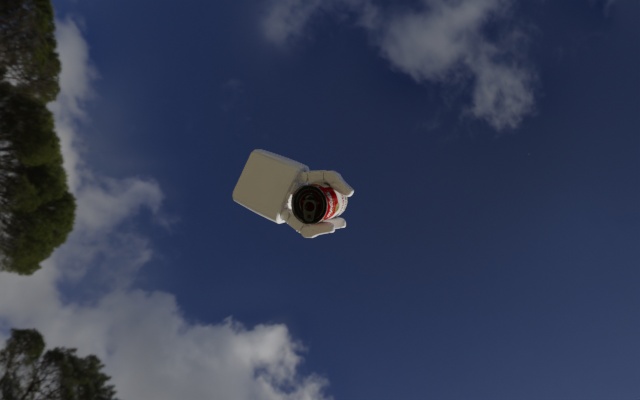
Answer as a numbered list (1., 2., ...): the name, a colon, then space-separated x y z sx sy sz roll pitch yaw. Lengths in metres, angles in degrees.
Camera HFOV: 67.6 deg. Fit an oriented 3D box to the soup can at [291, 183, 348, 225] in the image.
1. soup can: 0.001 0.003 0.848 0.068 0.068 0.102 0 5 24
